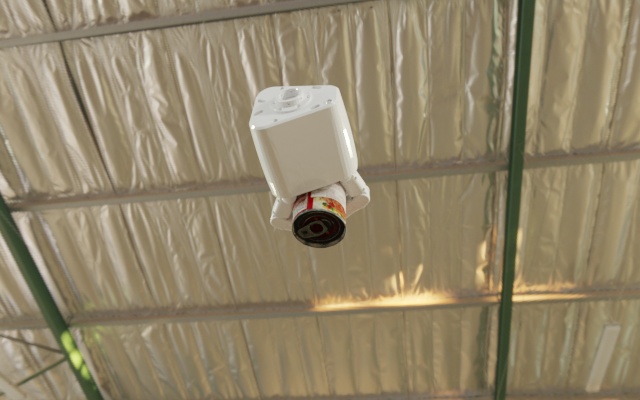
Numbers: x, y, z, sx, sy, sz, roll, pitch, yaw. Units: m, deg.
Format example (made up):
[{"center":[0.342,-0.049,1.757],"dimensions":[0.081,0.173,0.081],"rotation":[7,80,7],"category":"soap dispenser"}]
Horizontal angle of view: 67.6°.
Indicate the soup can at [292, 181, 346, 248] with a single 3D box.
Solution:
[{"center":[0.000,0.002,0.626],"dimensions":[0.068,0.069,0.102],"rotation":[0,43,3],"category":"soup can"}]
